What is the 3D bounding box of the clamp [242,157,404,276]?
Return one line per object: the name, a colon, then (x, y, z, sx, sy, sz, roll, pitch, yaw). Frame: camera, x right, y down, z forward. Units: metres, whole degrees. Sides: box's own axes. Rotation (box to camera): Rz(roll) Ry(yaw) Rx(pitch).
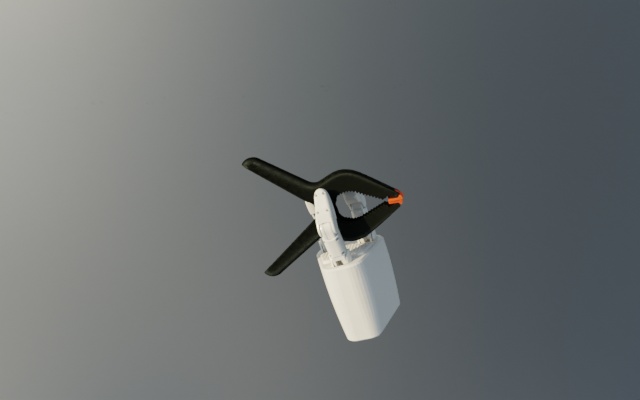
clamp: (0.001, 0.002, 0.624, 0.210, 0.164, 0.036, -15, 9, 14)
